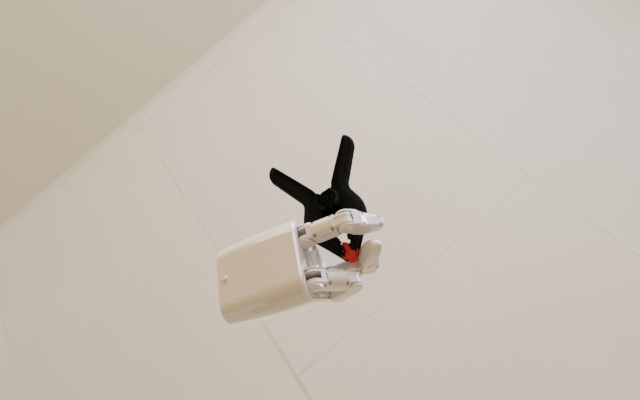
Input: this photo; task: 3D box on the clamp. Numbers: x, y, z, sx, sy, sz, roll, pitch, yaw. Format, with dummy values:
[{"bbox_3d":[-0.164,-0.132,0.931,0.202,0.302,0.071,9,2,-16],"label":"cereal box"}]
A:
[{"bbox_3d":[0.000,0.002,0.602,0.120,0.171,0.039,-20,-33,13],"label":"clamp"}]
